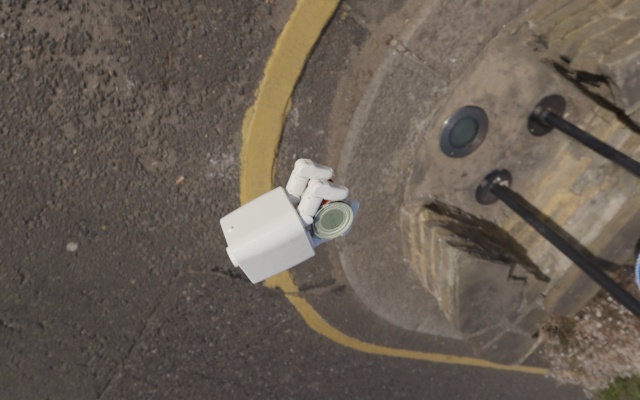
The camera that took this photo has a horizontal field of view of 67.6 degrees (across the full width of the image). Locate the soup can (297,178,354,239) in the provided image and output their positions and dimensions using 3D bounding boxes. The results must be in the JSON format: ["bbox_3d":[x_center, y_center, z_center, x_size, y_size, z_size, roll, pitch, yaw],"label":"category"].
[{"bbox_3d":[0.001,0.002,0.724,0.068,0.068,0.102,0,33,-25],"label":"soup can"}]
